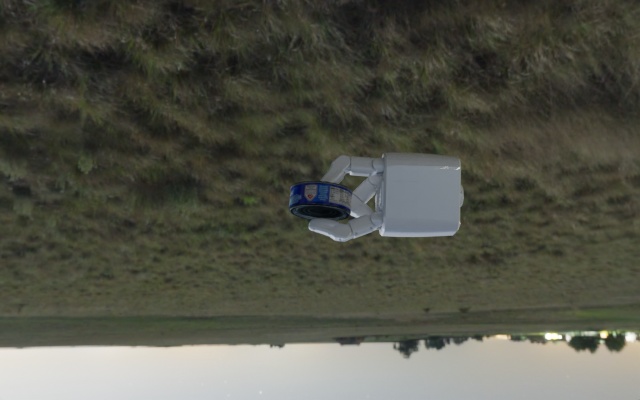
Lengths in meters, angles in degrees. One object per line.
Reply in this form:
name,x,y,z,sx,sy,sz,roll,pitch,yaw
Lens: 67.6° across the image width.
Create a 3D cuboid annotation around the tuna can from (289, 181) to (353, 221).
tuna can,0.000,0.003,0.651,0.086,0.033,0.086,4,-16,1
